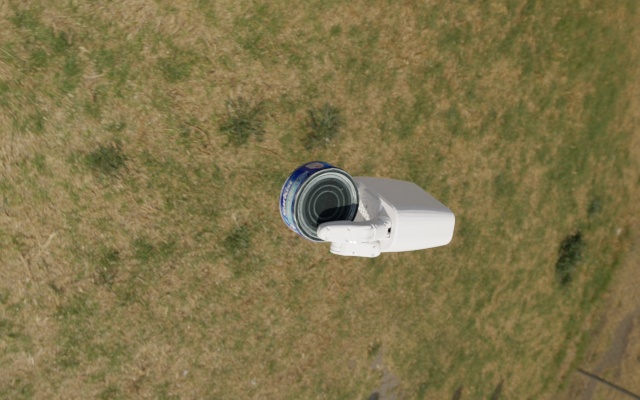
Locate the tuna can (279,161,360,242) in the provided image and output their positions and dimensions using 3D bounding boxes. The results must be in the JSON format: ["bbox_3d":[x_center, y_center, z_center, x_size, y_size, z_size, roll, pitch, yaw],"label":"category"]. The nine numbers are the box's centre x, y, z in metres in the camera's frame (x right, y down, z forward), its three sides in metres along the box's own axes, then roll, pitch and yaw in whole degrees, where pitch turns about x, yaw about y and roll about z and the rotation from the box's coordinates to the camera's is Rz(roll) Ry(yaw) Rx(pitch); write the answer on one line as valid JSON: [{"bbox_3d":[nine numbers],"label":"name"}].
[{"bbox_3d":[0.000,0.002,0.523,0.086,0.086,0.033,0,15,-31],"label":"tuna can"}]
